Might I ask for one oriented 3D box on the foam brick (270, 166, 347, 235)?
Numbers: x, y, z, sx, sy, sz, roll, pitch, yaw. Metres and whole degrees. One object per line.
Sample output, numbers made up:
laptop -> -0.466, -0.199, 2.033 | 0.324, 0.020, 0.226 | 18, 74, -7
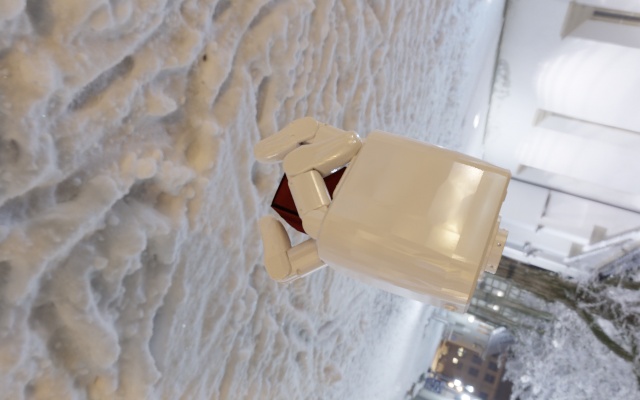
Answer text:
foam brick -> 0.000, 0.001, 0.413 | 0.051, 0.053, 0.078 | 18, -12, 19
